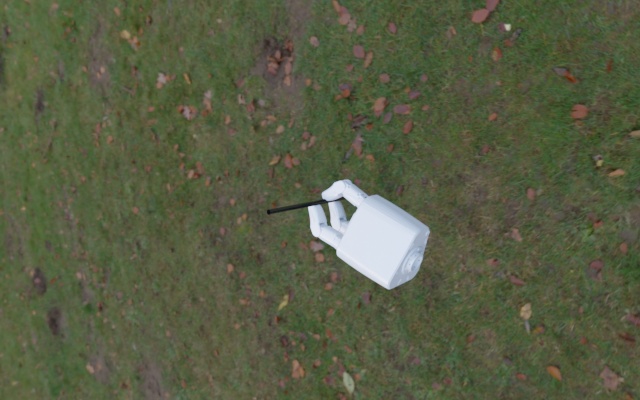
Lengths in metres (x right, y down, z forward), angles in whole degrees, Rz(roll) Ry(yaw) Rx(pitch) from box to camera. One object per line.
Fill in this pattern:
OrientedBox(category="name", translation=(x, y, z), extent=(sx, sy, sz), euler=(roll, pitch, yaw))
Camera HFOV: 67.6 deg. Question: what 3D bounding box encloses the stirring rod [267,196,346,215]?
OrientedBox(category="stirring rod", translation=(0.000, 0.003, 0.807), extent=(0.011, 0.011, 0.239), euler=(0, 7, 41))
